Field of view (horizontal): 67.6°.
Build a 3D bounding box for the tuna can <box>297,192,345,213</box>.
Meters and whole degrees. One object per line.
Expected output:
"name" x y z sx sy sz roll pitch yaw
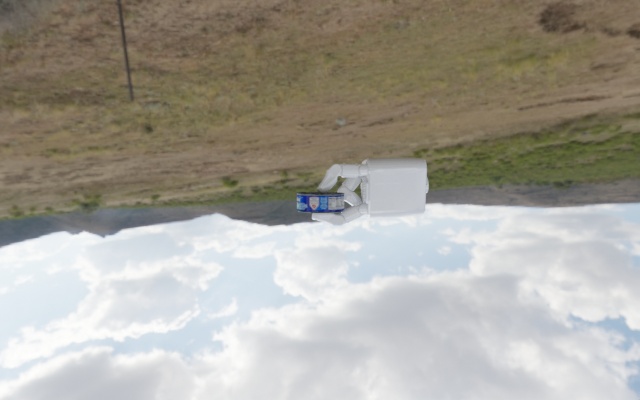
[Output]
"tuna can" 0.000 0.003 0.852 0.086 0.034 0.086 0 3 0
